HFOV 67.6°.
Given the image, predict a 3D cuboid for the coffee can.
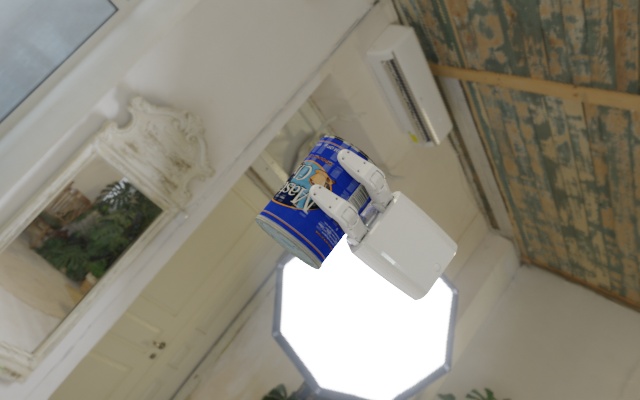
[{"bbox_3d":[0.000,0.002,0.609,0.103,0.140,0.103,36,-13,10],"label":"coffee can"}]
